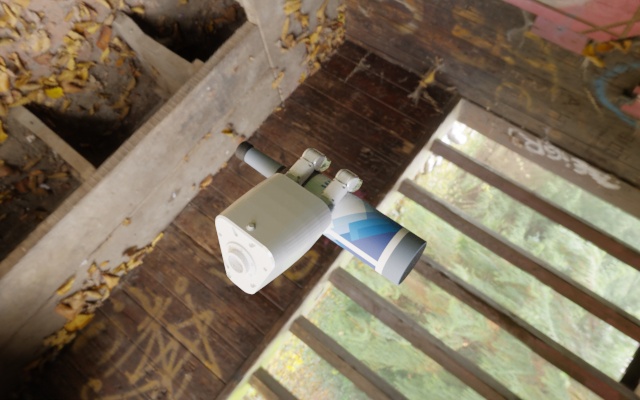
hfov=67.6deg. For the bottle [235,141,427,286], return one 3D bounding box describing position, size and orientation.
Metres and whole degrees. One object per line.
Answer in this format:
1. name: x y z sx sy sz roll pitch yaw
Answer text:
1. bottle: 0.000 0.002 0.645 0.295 0.069 0.069 34 13 20
